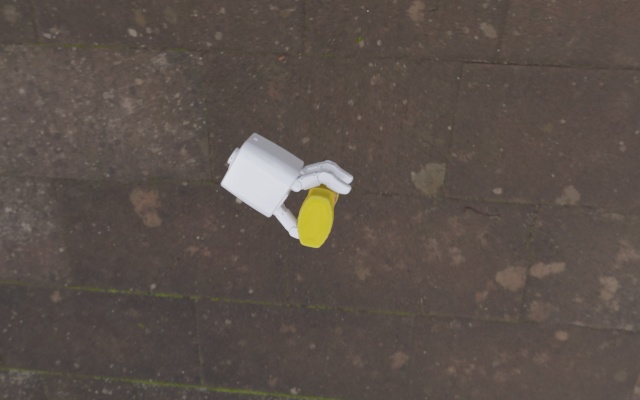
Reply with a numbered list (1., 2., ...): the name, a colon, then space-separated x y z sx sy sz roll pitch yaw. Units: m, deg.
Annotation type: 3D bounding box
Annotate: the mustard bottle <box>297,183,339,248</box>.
1. mustard bottle: 0.000 0.003 0.866 0.058 0.096 0.191 11 22 2
